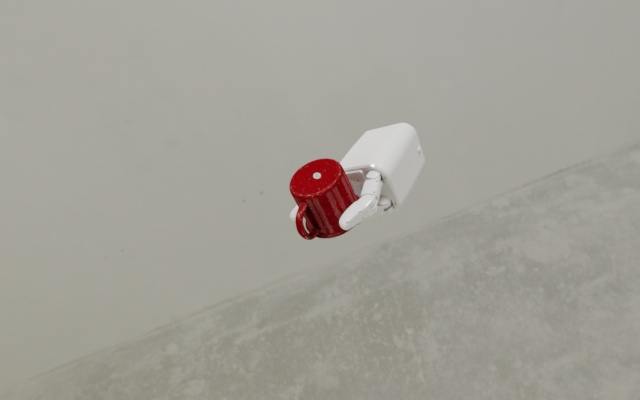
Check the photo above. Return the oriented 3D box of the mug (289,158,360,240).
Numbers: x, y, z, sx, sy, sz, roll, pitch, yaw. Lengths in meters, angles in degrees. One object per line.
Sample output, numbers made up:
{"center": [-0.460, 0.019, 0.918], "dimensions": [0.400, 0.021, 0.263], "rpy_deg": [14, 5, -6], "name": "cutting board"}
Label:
{"center": [-0.001, 0.003, 0.681], "dimensions": [0.093, 0.117, 0.081], "rpy_deg": [11, -38, 38], "name": "mug"}
